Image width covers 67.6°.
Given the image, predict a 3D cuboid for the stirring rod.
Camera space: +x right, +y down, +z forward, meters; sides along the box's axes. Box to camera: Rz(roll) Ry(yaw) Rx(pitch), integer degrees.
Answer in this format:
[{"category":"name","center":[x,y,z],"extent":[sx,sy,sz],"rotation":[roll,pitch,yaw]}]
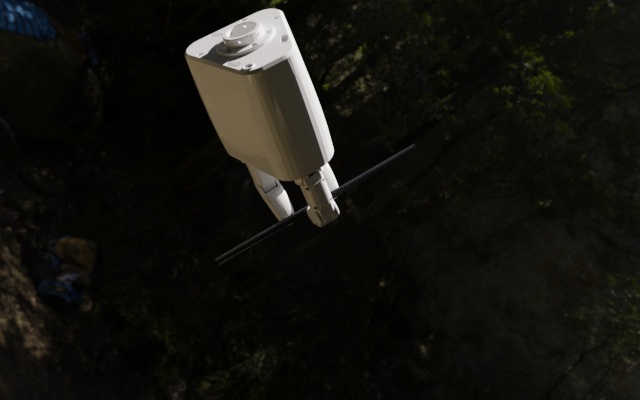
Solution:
[{"category":"stirring rod","center":[0.000,0.002,0.494],"extent":[0.239,0.011,0.011],"rotation":[-30,6,-11]}]
